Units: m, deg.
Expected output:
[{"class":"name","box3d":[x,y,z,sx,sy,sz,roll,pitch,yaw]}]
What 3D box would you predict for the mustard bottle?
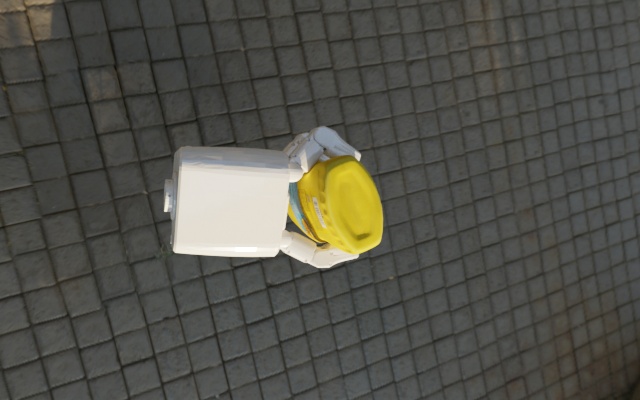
[{"class":"mustard bottle","box3d":[0.000,0.002,0.543,0.058,0.096,0.191,-23,9,-18]}]
